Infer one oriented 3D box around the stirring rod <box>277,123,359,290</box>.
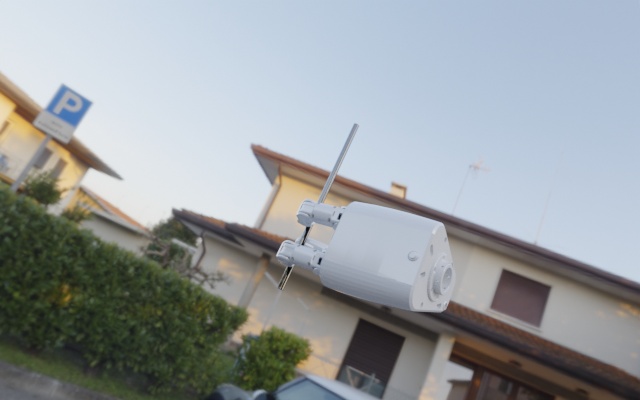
[{"bbox_3d":[0.000,0.002,0.607,0.011,0.239,0.011,23,-18,8],"label":"stirring rod"}]
